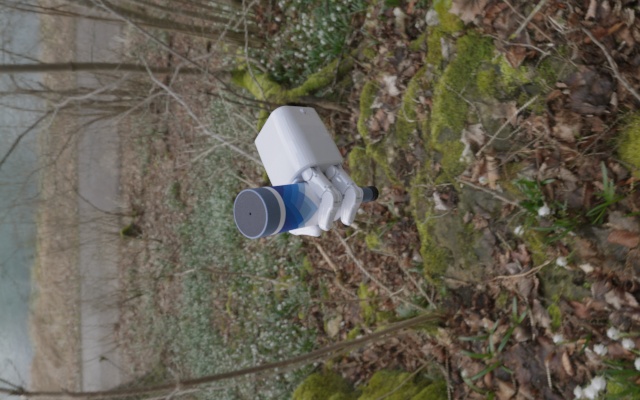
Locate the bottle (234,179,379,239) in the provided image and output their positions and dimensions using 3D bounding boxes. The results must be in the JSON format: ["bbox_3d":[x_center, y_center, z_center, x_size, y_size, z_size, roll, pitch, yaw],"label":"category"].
[{"bbox_3d":[0.000,0.003,0.742,0.069,0.069,0.295,0,6,40],"label":"bottle"}]
